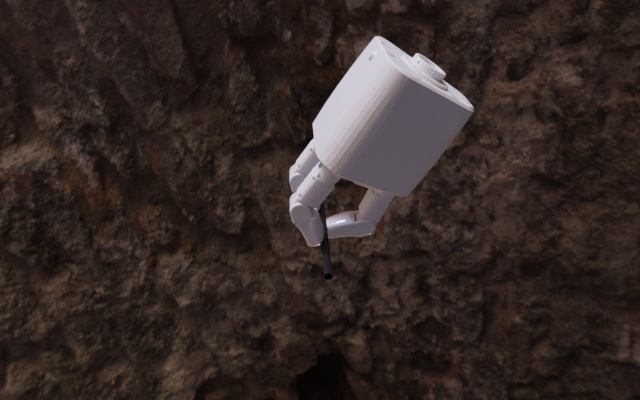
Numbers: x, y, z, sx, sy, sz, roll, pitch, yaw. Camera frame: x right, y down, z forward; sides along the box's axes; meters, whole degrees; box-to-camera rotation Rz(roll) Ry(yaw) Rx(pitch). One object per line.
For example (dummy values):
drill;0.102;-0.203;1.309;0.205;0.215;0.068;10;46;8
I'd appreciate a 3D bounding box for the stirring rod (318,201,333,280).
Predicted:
stirring rod;0.000;0.002;0.534;0.011;0.011;0.239;0;34;-4
